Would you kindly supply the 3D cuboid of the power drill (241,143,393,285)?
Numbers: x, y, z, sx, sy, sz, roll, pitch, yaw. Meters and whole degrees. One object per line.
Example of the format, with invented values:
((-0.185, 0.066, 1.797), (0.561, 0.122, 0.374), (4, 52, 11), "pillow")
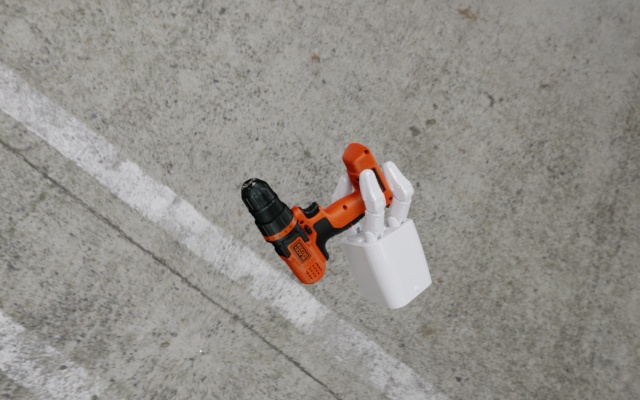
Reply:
((0.001, 0.002, 0.670), (0.187, 0.184, 0.057), (-38, 31, -12), "power drill")
